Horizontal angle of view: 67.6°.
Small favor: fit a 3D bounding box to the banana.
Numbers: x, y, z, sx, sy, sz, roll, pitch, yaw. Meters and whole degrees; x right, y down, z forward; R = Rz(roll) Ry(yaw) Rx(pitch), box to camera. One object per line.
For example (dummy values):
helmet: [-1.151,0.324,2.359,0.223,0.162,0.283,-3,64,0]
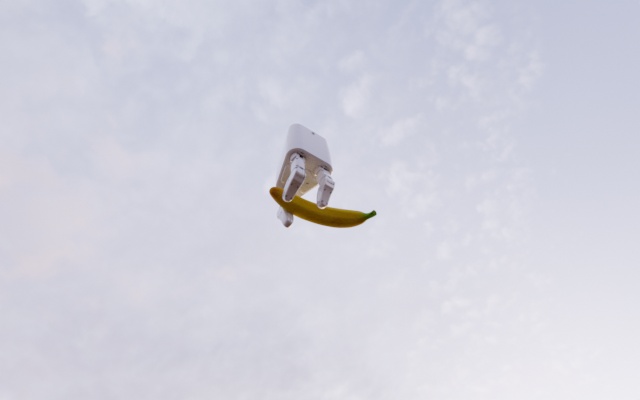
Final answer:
banana: [0.000,0.016,0.882,0.198,0.037,0.070,11,-46,-5]
